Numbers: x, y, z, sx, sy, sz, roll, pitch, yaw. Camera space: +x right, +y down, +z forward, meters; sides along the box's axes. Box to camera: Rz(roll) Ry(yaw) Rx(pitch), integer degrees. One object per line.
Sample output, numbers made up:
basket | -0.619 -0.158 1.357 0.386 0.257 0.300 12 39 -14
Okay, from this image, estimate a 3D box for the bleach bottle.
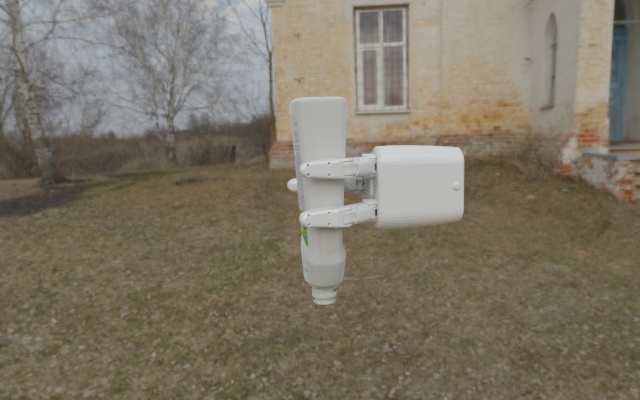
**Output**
bleach bottle | 0.000 0.002 0.595 0.068 0.251 0.102 -3 8 -6
